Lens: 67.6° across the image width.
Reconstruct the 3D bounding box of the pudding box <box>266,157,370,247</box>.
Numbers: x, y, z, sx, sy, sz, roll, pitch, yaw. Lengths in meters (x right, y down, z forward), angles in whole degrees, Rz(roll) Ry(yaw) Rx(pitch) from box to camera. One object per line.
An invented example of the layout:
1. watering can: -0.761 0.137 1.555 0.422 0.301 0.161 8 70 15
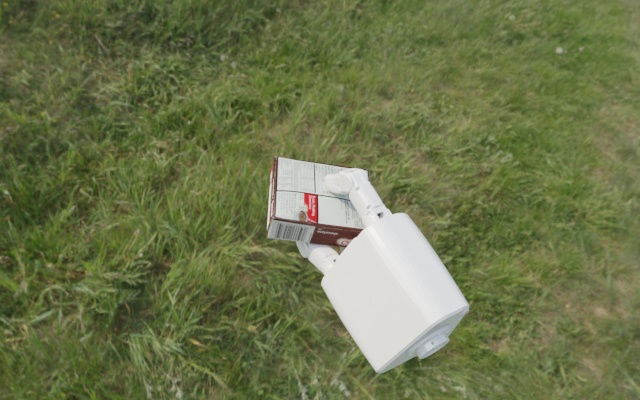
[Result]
1. pudding box: 0.000 0.002 0.524 0.113 0.090 0.039 9 -40 -13
